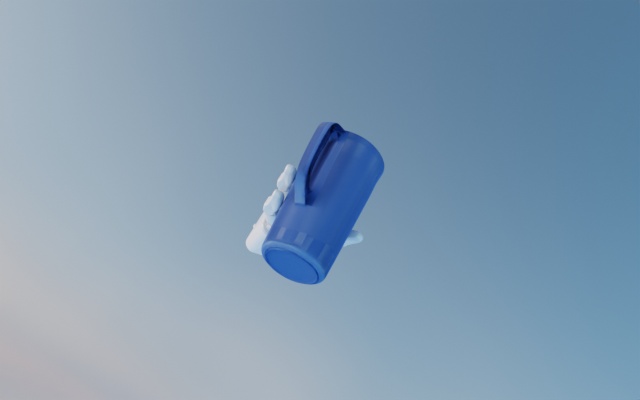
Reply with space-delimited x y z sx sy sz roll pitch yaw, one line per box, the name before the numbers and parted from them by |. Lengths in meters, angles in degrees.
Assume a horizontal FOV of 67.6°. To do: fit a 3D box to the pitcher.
pitcher | 0.000 0.003 0.768 0.149 0.242 0.145 35 -34 -11
